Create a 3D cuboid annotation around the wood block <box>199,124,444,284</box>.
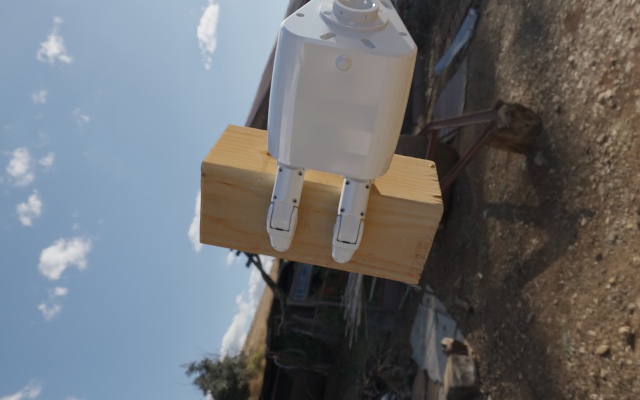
[{"bbox_3d":[0.000,0.001,0.456,0.206,0.090,0.090,11,32,1],"label":"wood block"}]
